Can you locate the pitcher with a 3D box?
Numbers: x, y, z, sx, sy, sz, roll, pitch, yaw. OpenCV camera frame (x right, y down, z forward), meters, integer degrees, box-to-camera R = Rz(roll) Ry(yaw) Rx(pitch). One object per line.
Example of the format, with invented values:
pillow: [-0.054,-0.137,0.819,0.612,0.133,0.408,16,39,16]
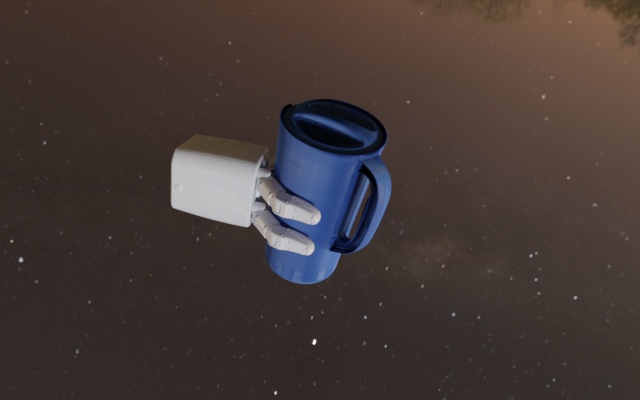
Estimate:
pitcher: [0.000,0.002,0.636,0.145,0.243,0.149,12,37,-2]
